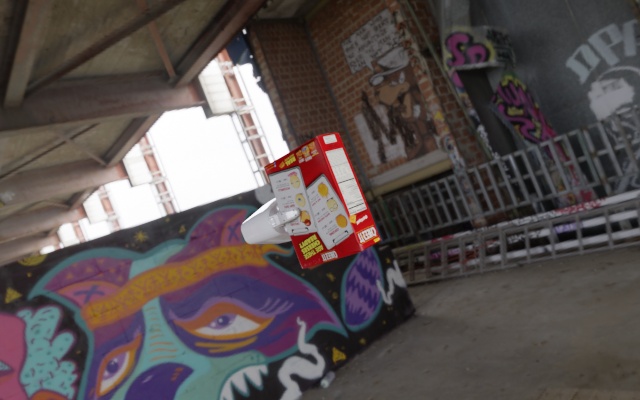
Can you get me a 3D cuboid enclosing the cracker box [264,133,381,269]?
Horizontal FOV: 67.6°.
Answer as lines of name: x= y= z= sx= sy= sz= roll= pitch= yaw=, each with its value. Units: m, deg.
cracker box: x=0.000 y=0.003 z=0.888 sx=0.072 sy=0.213 sz=0.164 roll=-20 pitch=-2 yaw=-45
